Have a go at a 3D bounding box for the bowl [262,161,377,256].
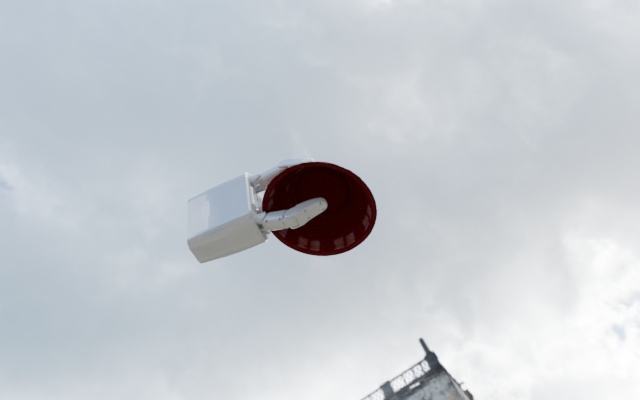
[{"bbox_3d":[0.001,0.002,0.689,0.162,0.162,0.055,0,34,6],"label":"bowl"}]
